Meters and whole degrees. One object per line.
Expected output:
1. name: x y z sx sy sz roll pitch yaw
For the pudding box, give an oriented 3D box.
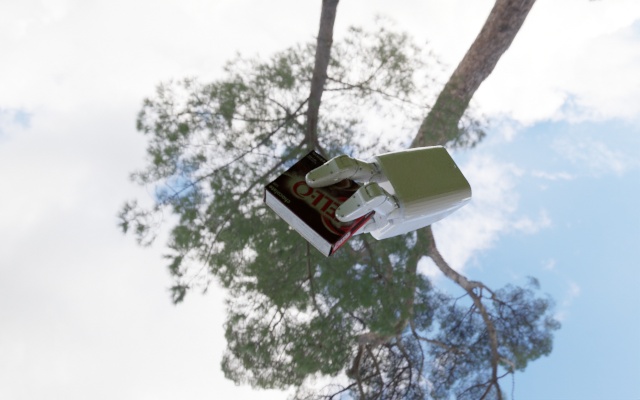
1. pudding box: 0.000 0.002 0.583 0.113 0.039 0.090 38 56 18
